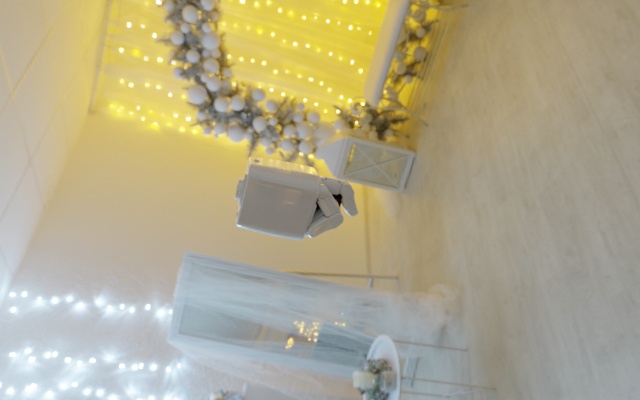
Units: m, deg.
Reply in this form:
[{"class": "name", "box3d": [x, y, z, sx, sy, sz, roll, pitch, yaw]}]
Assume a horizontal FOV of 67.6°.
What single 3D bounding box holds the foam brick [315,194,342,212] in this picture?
[{"class": "foam brick", "box3d": [0.000, 0.003, 0.803, 0.051, 0.053, 0.078, 11, 14, -12]}]
